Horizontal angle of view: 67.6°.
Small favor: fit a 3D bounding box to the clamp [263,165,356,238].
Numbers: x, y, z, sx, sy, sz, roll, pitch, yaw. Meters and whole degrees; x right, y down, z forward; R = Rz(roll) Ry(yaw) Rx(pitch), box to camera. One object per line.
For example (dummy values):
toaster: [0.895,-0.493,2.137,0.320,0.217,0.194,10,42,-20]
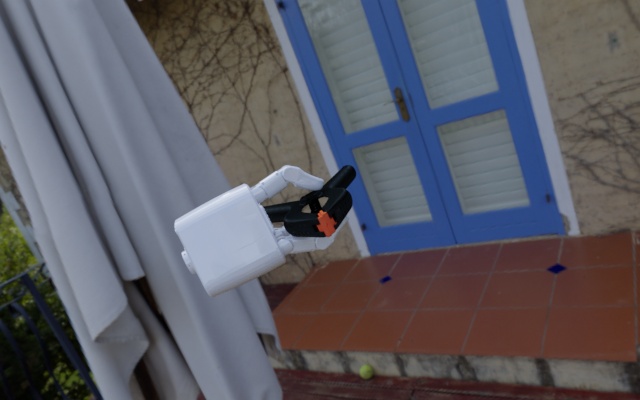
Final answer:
clamp: [0.000,0.002,0.648,0.164,0.036,0.210,-29,15,-9]
